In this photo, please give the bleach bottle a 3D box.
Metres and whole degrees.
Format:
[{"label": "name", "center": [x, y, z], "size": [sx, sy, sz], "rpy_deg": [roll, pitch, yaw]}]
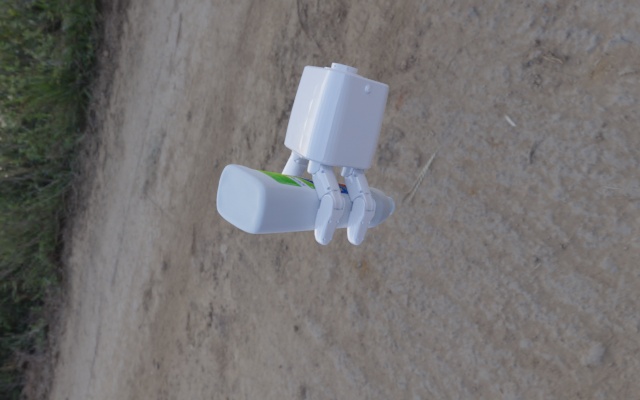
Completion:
[{"label": "bleach bottle", "center": [0.000, 0.002, 0.623], "size": [0.251, 0.068, 0.102], "rpy_deg": [2, 16, -42]}]
